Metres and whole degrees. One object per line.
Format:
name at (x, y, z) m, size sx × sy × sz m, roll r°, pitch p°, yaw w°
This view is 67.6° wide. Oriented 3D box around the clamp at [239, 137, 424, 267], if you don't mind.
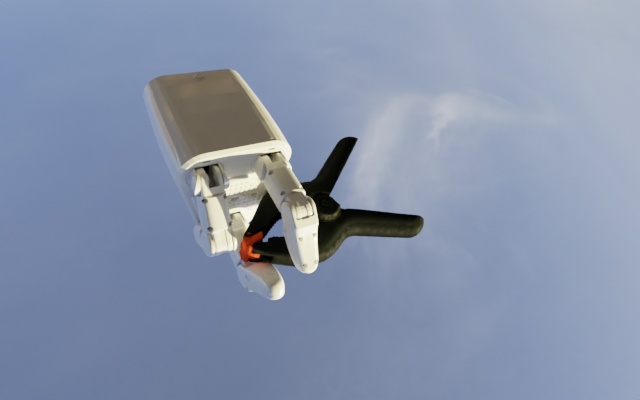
clamp at (0.000, 0.002, 0.434) m, size 0.171 × 0.120 × 0.039 m, roll -15°, pitch -33°, yaw -28°
